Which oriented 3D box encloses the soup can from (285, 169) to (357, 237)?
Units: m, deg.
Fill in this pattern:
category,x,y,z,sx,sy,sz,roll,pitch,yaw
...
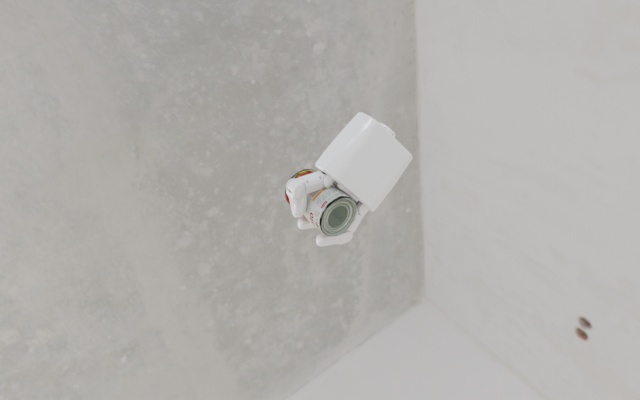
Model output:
category,x,y,z,sx,sy,sz,roll,pitch,yaw
soup can,0.000,0.003,0.730,0.068,0.068,0.102,0,26,-38
